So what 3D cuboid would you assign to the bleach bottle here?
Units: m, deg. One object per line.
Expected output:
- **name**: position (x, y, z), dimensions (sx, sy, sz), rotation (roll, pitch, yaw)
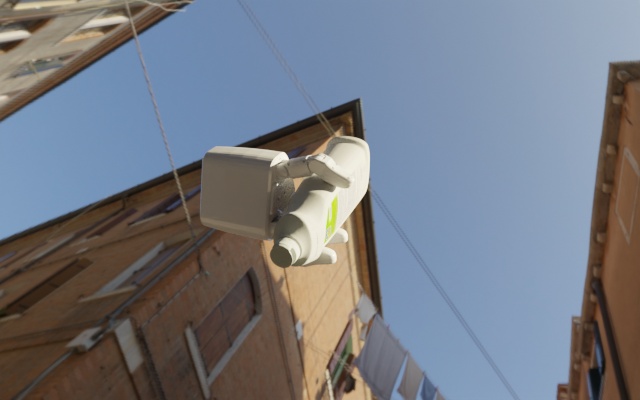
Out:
- **bleach bottle**: position (0.000, 0.002, 0.627), dimensions (0.068, 0.103, 0.250), rotation (8, 28, 19)
